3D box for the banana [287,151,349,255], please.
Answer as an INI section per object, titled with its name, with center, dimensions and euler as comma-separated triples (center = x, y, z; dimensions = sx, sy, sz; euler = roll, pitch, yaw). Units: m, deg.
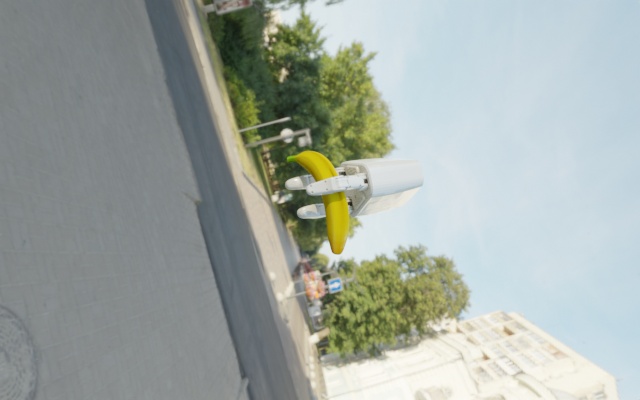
[banana]
center = 0.009, -0.011, 0.775
dimensions = 0.037, 0.197, 0.070
euler = -1, -34, -42
